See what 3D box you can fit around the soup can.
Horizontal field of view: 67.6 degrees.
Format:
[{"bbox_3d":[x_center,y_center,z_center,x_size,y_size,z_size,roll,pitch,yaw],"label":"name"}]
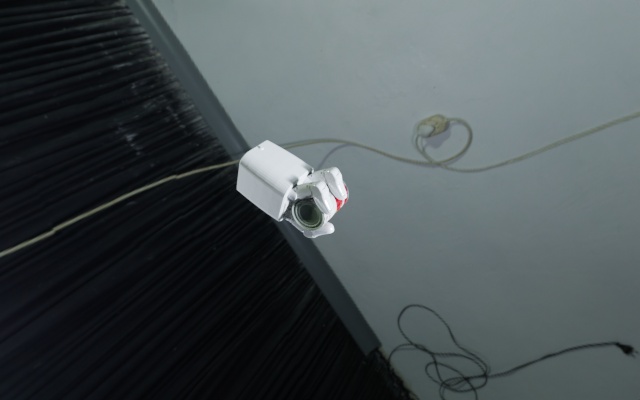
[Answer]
[{"bbox_3d":[0.000,0.003,0.875,0.068,0.068,0.102,0,26,31],"label":"soup can"}]
